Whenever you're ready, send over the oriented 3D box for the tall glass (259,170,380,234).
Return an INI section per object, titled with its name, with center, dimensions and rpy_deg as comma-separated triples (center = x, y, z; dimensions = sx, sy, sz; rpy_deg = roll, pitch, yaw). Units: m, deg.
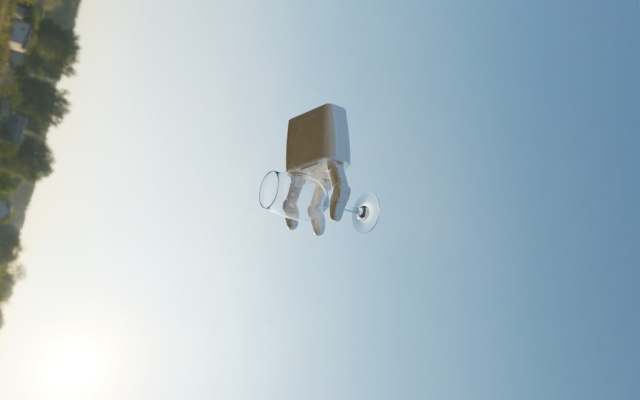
[tall glass]
center = 0.001, 0.003, 0.796
dimensions = 0.201, 0.079, 0.079
rpy_deg = 13, -7, -33
